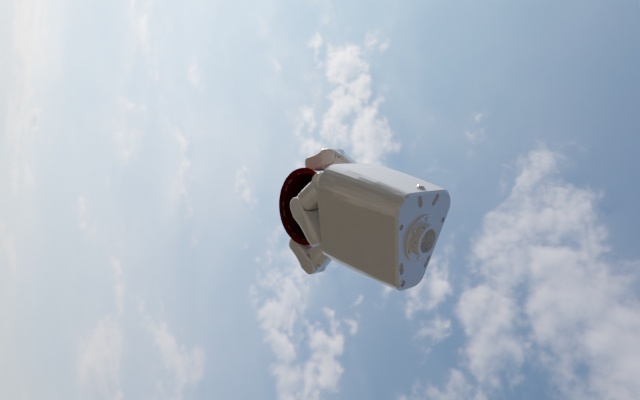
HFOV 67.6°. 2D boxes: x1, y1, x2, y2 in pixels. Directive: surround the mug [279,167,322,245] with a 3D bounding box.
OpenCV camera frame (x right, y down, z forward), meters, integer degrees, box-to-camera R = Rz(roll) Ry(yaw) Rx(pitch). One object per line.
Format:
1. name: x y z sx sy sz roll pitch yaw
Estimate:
1. mug: -0.001 0.002 0.606 0.081 0.093 0.117 -3 20 -43
